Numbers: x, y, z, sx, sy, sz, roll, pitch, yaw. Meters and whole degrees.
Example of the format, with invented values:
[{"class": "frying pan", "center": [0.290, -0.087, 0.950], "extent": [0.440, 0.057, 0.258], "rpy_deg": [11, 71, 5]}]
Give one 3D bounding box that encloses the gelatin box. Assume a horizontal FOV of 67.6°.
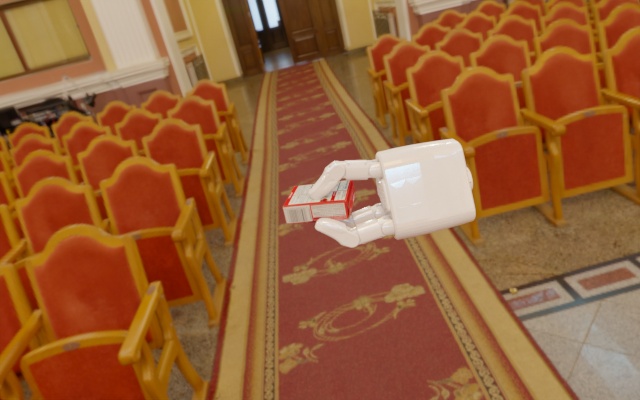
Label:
[{"class": "gelatin box", "center": [0.000, 0.002, 0.654], "extent": [0.089, 0.030, 0.073], "rpy_deg": [-5, 23, 12]}]
